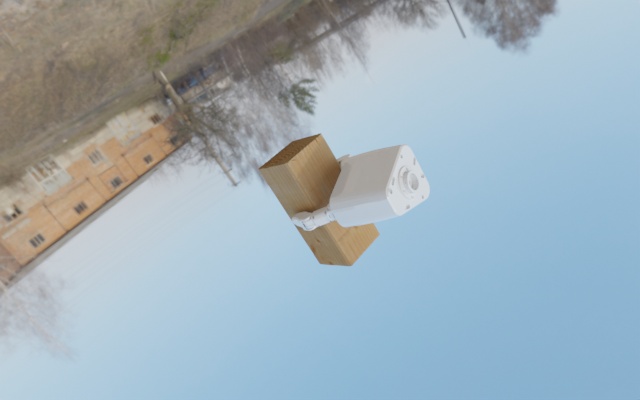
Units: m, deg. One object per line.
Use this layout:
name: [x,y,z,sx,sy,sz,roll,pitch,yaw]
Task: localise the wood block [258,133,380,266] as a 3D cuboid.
wood block: [0.000,0.003,0.806,0.090,0.206,0.090,-43,22,-31]
